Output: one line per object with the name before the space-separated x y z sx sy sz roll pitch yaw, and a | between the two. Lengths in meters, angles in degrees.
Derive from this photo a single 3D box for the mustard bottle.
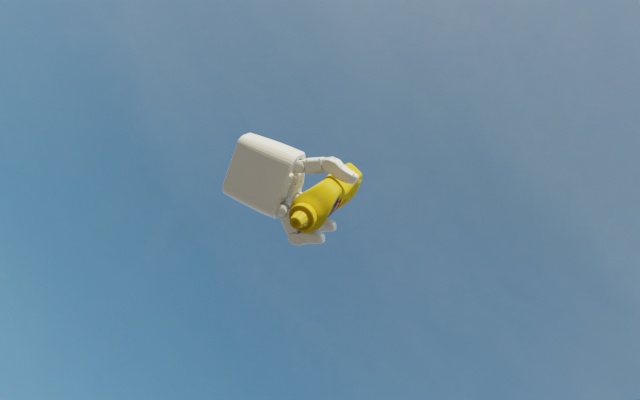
mustard bottle | 0.001 0.003 0.761 0.096 0.058 0.191 -48 -5 29
